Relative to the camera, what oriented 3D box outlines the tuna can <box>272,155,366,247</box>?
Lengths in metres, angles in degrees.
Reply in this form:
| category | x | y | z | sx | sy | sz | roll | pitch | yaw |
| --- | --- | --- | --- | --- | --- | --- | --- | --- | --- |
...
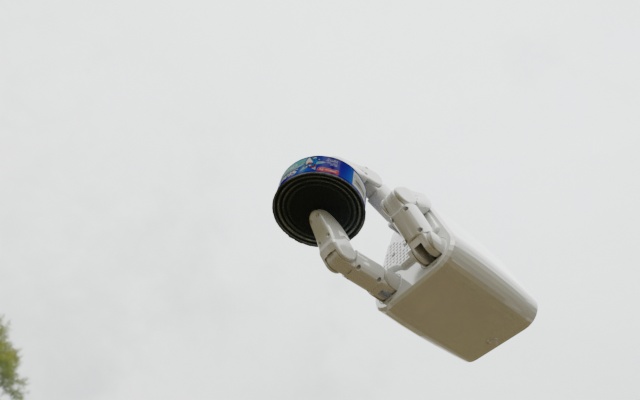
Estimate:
| category | x | y | z | sx | sy | sz | roll | pitch | yaw |
| --- | --- | --- | --- | --- | --- | --- | --- | --- | --- |
| tuna can | 0.000 | 0.001 | 0.446 | 0.086 | 0.086 | 0.033 | 0 | 36 | 9 |
